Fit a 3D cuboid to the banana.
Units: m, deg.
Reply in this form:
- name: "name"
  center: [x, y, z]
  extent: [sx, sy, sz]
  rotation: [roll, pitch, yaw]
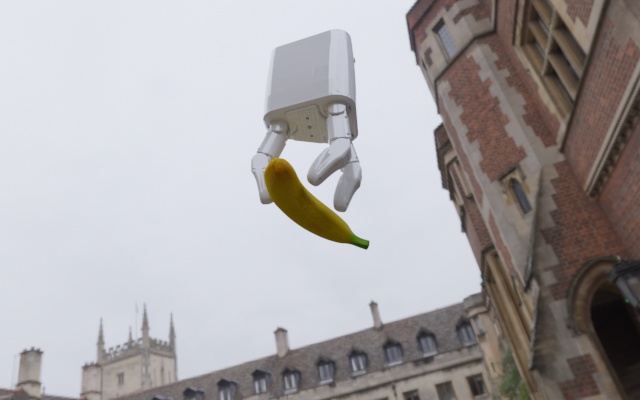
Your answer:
- name: "banana"
  center: [-0.014, 0.004, 0.531]
  extent: [0.069, 0.037, 0.198]
  rotation: [-1, -26, 34]
